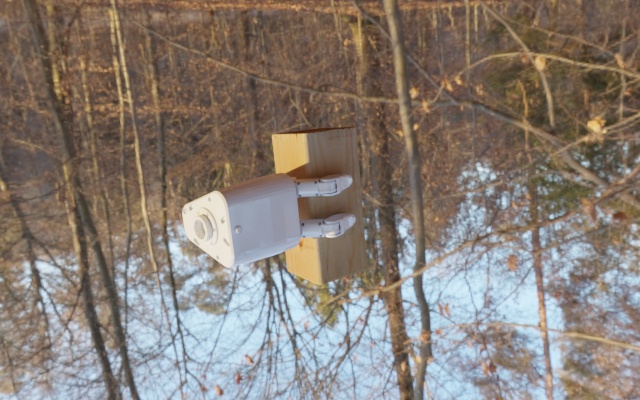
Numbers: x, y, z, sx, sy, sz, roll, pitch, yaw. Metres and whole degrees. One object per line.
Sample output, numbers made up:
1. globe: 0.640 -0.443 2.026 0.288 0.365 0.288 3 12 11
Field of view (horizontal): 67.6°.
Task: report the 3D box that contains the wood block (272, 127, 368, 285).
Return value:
1. wood block: 0.000 0.002 0.687 0.090 0.206 0.091 -13 14 -33
